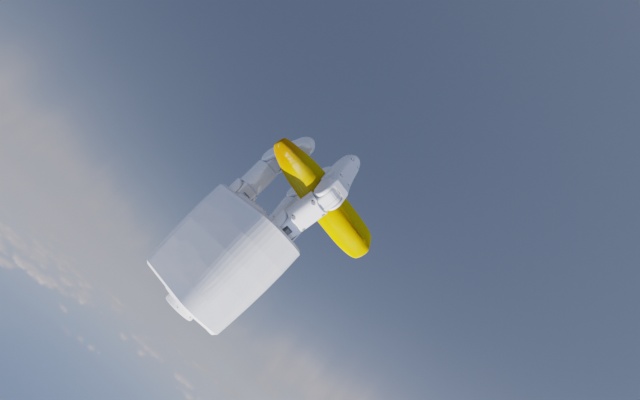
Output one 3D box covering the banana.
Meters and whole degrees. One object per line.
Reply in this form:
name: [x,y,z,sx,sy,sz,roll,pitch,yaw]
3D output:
banana: [0.012,0.013,0.495,0.069,0.037,0.198,42,-6,39]
